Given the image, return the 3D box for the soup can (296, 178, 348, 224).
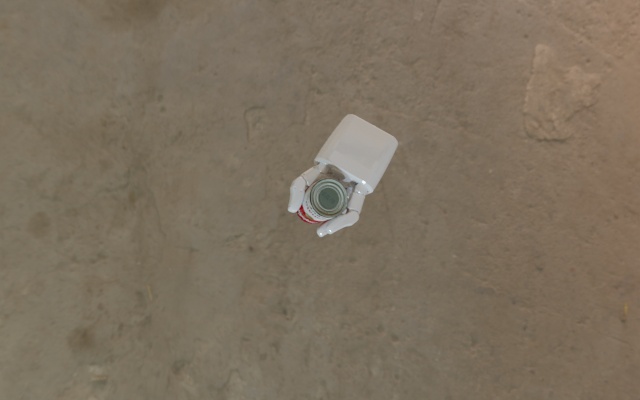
[{"bbox_3d":[0.000,0.003,0.825,0.068,0.068,0.102,0,-8,-18],"label":"soup can"}]
